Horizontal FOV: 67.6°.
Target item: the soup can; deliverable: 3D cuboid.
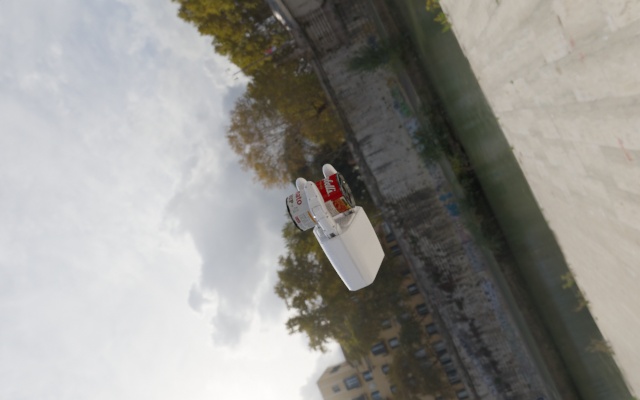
[{"bbox_3d":[0.000,0.002,0.822,0.102,0.068,0.068,-25,-6,14],"label":"soup can"}]
